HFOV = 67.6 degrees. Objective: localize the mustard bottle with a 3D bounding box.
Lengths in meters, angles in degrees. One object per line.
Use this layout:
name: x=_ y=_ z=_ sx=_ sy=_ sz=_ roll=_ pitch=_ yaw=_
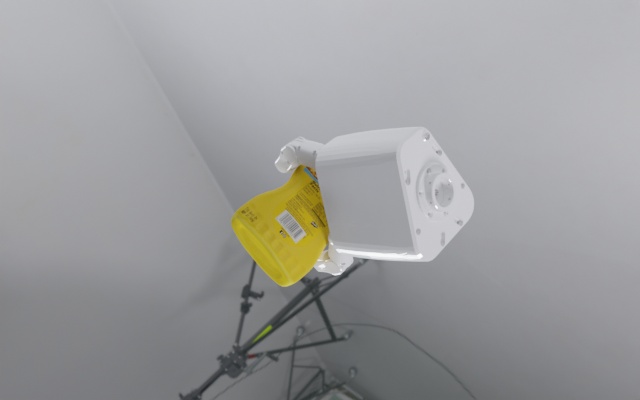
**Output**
mustard bottle: x=0.000 y=0.002 z=0.537 sx=0.191 sy=0.096 sz=0.058 roll=-39 pitch=-1 yaw=-31
